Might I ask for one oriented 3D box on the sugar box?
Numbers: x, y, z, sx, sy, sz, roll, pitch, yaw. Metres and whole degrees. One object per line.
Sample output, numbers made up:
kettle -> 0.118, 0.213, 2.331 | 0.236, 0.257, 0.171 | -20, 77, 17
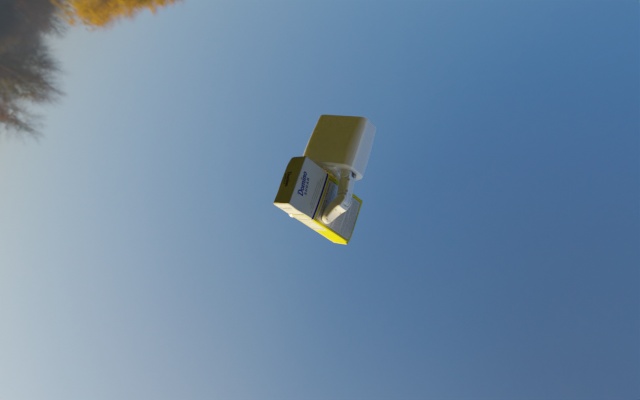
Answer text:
sugar box -> 0.000, 0.003, 0.856 | 0.048, 0.093, 0.176 | 0, -26, 45
